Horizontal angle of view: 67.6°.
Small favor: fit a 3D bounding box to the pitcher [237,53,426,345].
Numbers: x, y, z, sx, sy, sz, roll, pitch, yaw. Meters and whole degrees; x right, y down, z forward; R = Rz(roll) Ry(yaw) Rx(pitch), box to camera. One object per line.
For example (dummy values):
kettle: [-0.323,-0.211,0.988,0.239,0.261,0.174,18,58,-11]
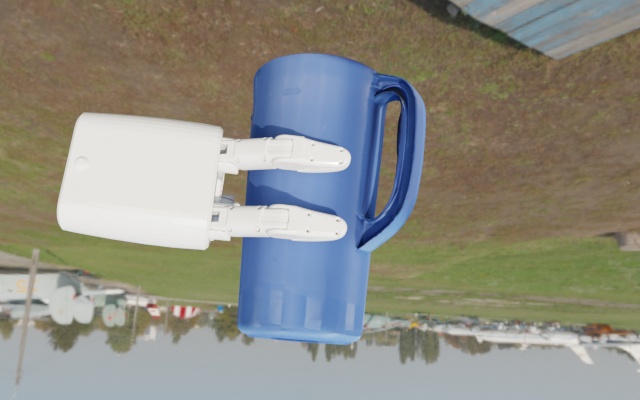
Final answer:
pitcher: [0.000,0.001,0.432,0.145,0.242,0.149,8,-15,-11]
